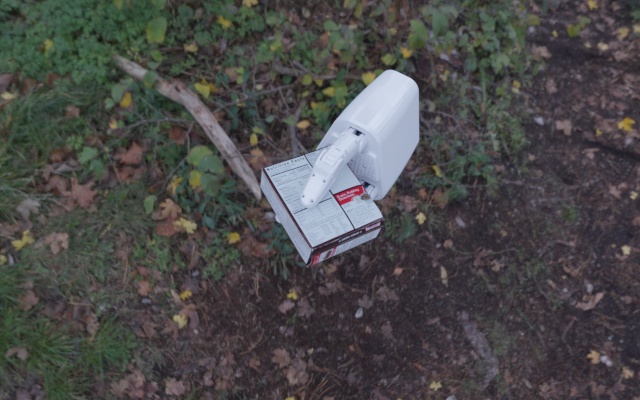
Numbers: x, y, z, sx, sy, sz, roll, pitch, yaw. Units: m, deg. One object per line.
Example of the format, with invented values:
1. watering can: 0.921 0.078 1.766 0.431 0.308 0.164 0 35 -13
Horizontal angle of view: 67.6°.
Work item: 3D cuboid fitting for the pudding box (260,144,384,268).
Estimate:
1. pudding box: 0.000 0.002 0.500 0.090 0.113 0.039 -21 -30 -22
